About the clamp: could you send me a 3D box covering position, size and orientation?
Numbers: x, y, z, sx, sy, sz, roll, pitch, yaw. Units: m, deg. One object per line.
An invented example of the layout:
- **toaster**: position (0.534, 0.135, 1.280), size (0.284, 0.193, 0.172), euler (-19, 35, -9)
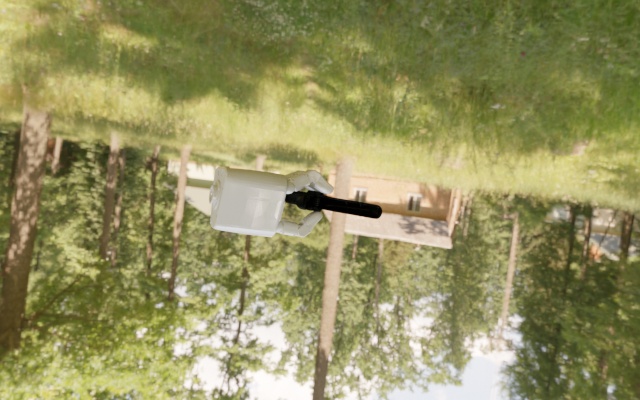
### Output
- **clamp**: position (0.000, 0.004, 0.863), size (0.164, 0.036, 0.210), euler (10, 2, -25)
